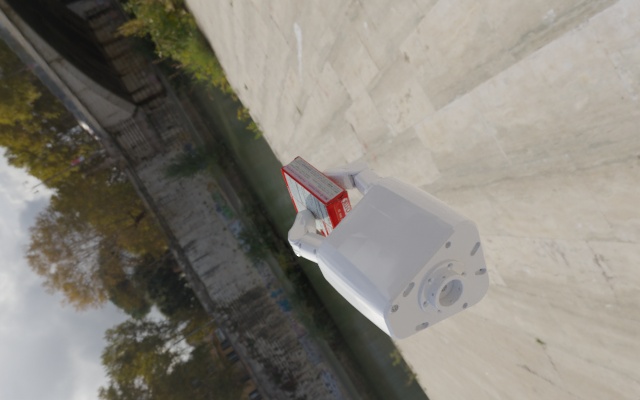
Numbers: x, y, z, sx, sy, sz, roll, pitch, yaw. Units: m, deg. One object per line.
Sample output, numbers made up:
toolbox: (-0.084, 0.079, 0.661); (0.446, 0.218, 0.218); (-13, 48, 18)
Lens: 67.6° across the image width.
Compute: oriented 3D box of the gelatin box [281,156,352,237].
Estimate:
gelatin box: (0.000, 0.002, 0.525); (0.030, 0.073, 0.089); (-37, 47, -18)
